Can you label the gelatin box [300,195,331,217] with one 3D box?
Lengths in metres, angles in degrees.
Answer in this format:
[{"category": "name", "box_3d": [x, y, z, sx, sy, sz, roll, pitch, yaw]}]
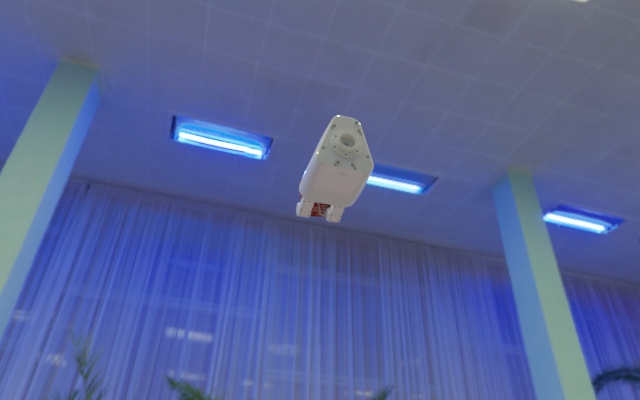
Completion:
[{"category": "gelatin box", "box_3d": [0.000, 0.003, 0.900, 0.073, 0.030, 0.089, 4, -25, 1]}]
